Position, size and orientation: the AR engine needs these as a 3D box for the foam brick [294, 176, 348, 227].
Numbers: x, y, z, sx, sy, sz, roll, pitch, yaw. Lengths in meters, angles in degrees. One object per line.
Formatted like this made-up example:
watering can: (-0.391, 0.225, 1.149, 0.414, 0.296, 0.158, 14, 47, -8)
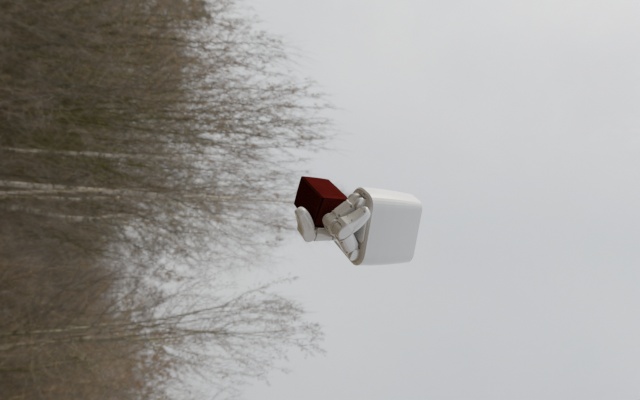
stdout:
foam brick: (0.000, 0.002, 0.757, 0.051, 0.053, 0.078, 4, 27, -31)
